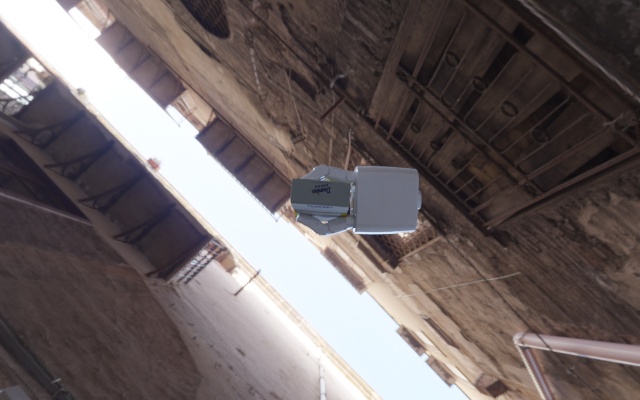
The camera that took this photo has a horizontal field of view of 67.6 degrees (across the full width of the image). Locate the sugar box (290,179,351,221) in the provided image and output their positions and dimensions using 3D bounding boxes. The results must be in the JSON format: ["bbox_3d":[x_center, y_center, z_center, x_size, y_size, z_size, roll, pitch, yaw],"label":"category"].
[{"bbox_3d":[0.000,0.002,0.812,0.093,0.048,0.176,4,-12,0],"label":"sugar box"}]
